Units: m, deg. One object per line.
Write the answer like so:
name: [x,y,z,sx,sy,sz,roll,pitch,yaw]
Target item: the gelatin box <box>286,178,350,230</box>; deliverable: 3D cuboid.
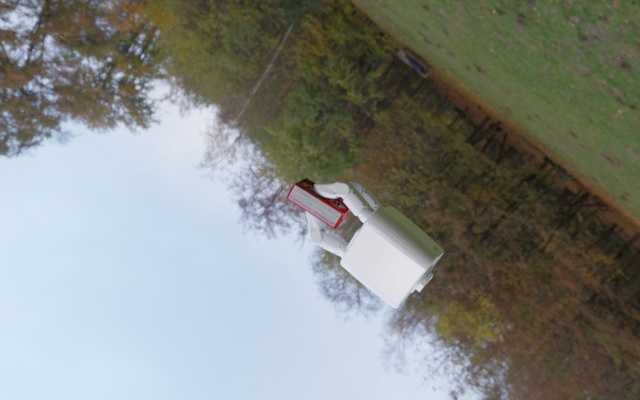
gelatin box: [0.000,0.003,0.728,0.089,0.030,0.073,31,15,6]
